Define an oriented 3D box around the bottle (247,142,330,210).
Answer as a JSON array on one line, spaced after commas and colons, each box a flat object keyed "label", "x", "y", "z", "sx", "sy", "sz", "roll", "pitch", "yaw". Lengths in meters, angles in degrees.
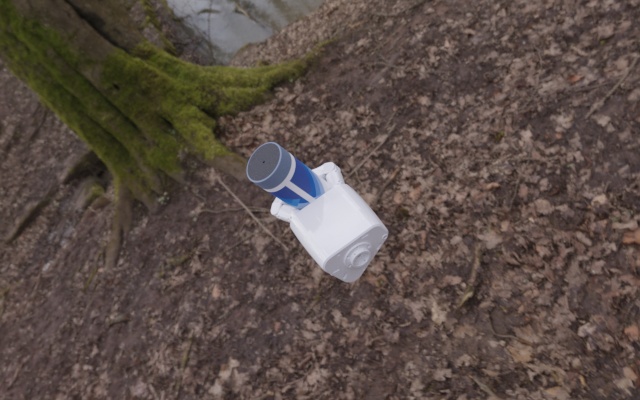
[{"label": "bottle", "x": 0.000, "y": 0.002, "z": 0.800, "sx": 0.069, "sy": 0.069, "sz": 0.296, "roll": 0, "pitch": -24, "yaw": 38}]
